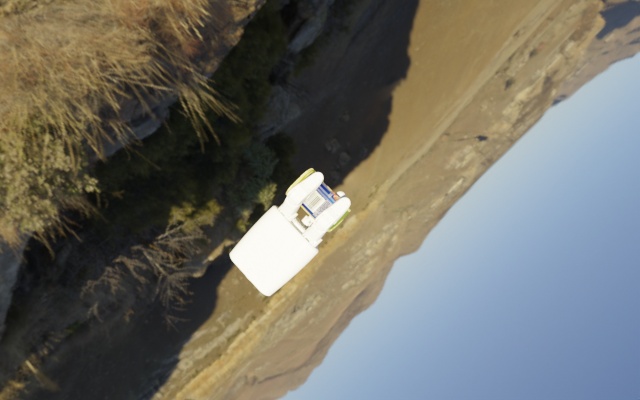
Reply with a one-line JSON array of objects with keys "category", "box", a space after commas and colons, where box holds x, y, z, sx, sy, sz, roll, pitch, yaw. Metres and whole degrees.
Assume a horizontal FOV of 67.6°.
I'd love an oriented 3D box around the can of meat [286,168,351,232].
[{"category": "can of meat", "box": [0.000, 0.003, 0.758, 0.057, 0.084, 0.102, -44, -9, 2]}]
